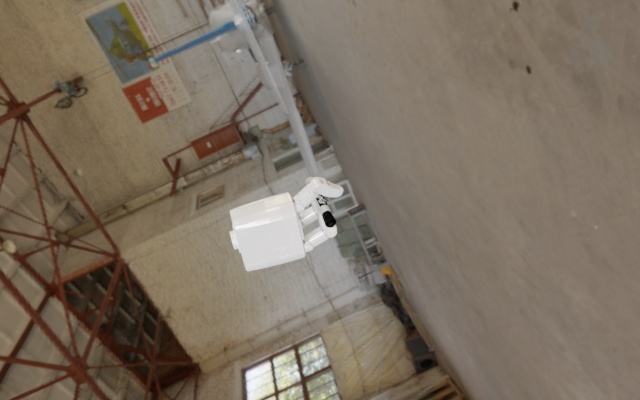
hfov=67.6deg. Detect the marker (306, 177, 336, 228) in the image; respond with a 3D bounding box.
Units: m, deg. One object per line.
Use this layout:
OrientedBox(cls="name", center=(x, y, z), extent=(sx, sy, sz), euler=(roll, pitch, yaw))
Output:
OrientedBox(cls="marker", center=(0.000, 0.003, 0.794), extent=(0.020, 0.020, 0.121), euler=(0, 38, -22))
